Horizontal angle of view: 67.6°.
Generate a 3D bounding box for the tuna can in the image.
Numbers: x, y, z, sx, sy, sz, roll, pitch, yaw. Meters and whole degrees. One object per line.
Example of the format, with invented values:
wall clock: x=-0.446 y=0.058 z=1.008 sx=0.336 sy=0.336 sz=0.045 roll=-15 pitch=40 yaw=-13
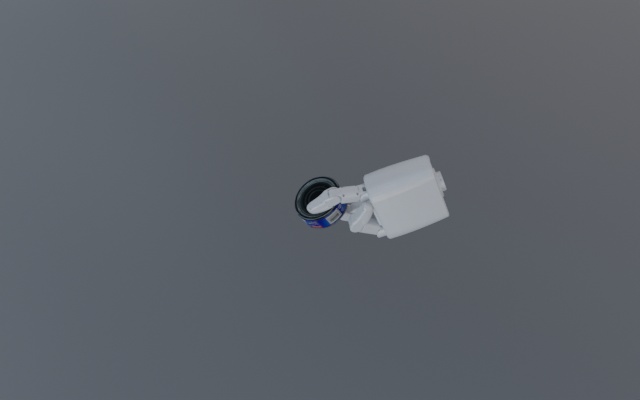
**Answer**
tuna can: x=0.000 y=0.002 z=0.800 sx=0.086 sy=0.086 sz=0.034 roll=0 pitch=-28 yaw=29
